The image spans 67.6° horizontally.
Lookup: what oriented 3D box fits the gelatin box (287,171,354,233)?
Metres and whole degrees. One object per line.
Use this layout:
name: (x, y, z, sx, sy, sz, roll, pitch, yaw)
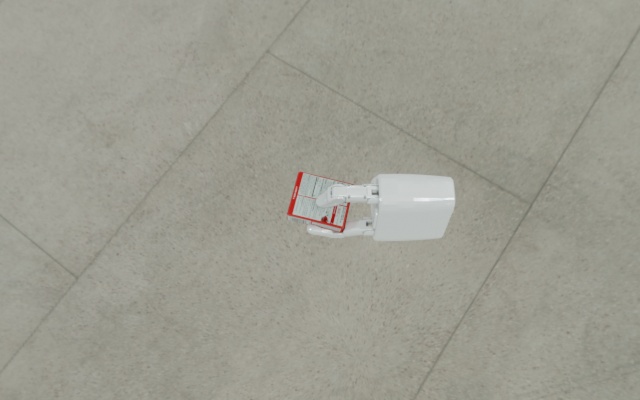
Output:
gelatin box: (0.000, 0.002, 0.724, 0.089, 0.073, 0.030, 14, -18, 0)
